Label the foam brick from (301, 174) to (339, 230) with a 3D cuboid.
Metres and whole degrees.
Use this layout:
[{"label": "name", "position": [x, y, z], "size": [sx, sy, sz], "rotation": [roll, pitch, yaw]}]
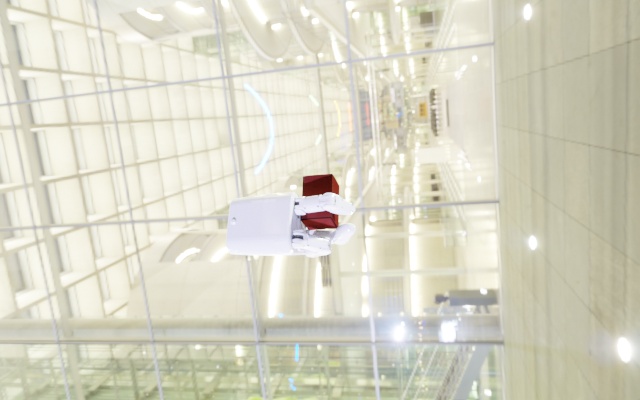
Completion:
[{"label": "foam brick", "position": [0.000, 0.002, 0.772], "size": [0.051, 0.078, 0.053], "rotation": [-4, -24, 14]}]
